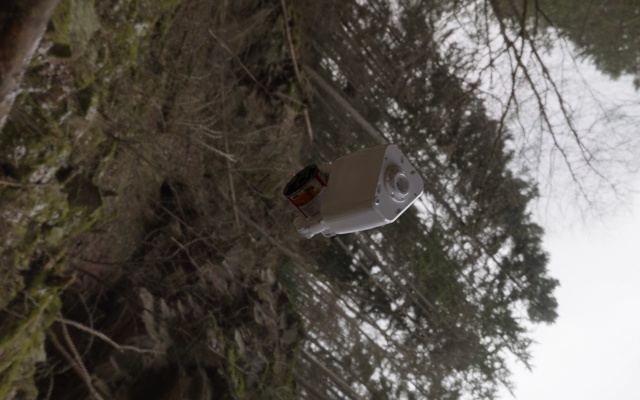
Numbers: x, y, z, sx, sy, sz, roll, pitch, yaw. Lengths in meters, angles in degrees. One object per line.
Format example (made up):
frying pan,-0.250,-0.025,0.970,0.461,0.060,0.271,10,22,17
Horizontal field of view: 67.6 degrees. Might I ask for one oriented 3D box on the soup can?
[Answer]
soup can,0.000,0.003,0.752,0.102,0.068,0.068,47,-22,-22
